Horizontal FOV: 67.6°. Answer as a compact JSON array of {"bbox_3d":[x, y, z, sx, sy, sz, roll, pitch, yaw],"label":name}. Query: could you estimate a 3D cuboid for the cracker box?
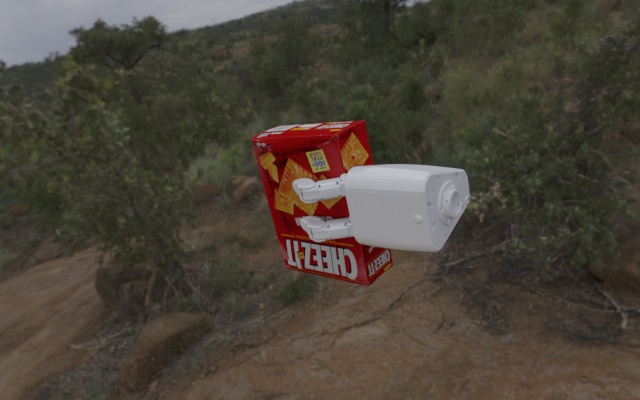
[{"bbox_3d":[0.000,0.002,0.671,0.164,0.214,0.072,5,26,42],"label":"cracker box"}]
